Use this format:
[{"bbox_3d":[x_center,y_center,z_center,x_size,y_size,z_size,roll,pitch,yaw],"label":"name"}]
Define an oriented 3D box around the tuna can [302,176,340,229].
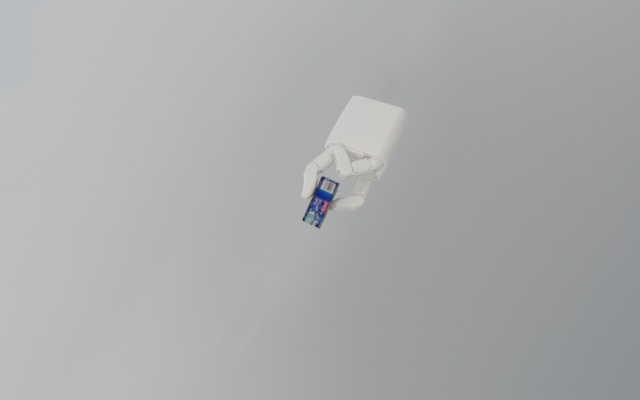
[{"bbox_3d":[0.000,0.002,0.808,0.034,0.086,0.086,24,-1,-1],"label":"tuna can"}]
